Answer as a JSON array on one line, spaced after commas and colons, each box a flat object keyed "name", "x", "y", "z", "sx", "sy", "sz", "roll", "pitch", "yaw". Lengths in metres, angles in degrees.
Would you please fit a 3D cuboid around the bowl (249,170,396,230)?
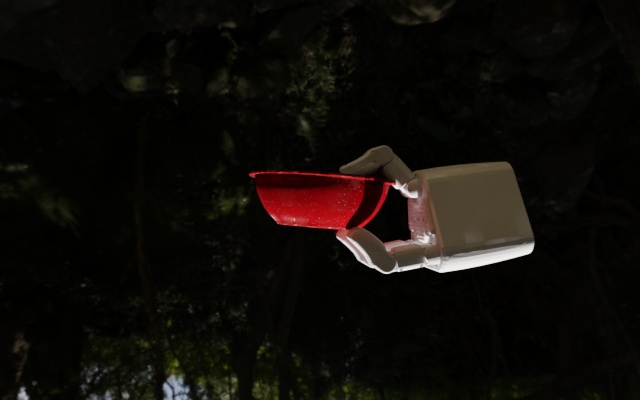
[{"name": "bowl", "x": -0.001, "y": 0.002, "z": 0.527, "sx": 0.162, "sy": 0.055, "sz": 0.162, "roll": 4, "pitch": -2, "yaw": 0}]
